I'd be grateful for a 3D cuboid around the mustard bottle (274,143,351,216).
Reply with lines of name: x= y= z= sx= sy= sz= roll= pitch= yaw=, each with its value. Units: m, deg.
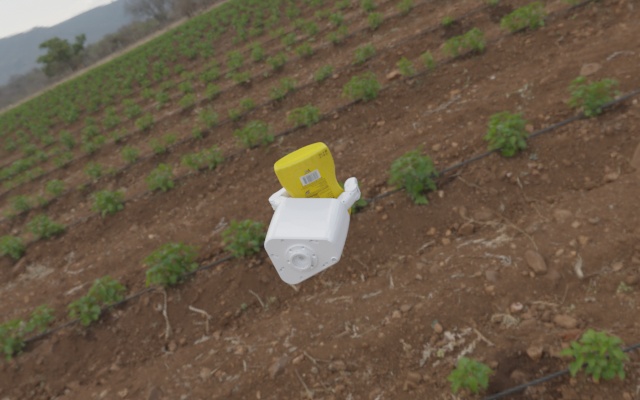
mustard bottle: x=0.000 y=0.002 z=0.827 sx=0.096 sy=0.192 sz=0.058 roll=-26 pitch=26 yaw=-3
